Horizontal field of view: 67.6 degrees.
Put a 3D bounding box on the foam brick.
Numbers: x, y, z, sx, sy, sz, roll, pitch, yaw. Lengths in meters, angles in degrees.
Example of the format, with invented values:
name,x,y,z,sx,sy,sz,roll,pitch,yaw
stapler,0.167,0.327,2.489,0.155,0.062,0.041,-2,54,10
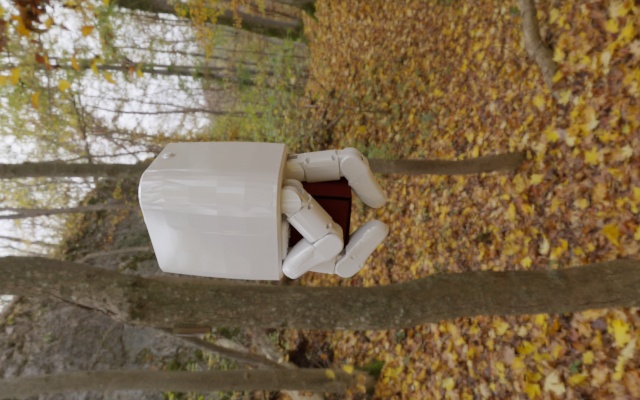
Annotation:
name,x,y,z,sx,sy,sz,roll,pitch,yaw
foam brick,0.000,0.001,0.436,0.051,0.053,0.078,2,27,0
